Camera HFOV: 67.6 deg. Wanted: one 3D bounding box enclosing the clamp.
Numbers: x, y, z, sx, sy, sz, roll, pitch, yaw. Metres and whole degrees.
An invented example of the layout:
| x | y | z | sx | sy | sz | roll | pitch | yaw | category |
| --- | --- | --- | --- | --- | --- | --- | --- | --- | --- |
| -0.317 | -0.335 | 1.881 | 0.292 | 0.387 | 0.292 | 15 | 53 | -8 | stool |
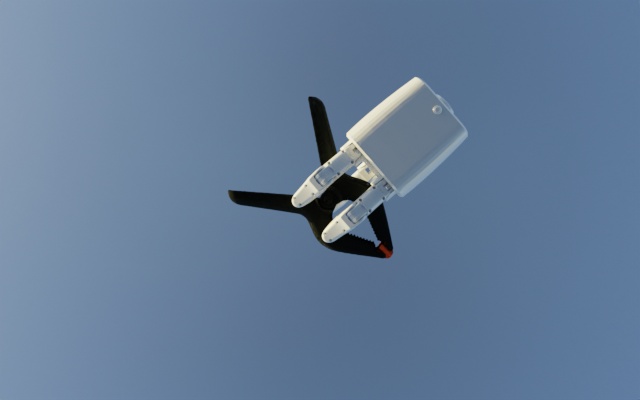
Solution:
| x | y | z | sx | sy | sz | roll | pitch | yaw | category |
| --- | --- | --- | --- | --- | --- | --- | --- | --- | --- |
| 0.001 | 0.002 | 0.586 | 0.164 | 0.210 | 0.036 | -41 | -1 | 7 | clamp |
